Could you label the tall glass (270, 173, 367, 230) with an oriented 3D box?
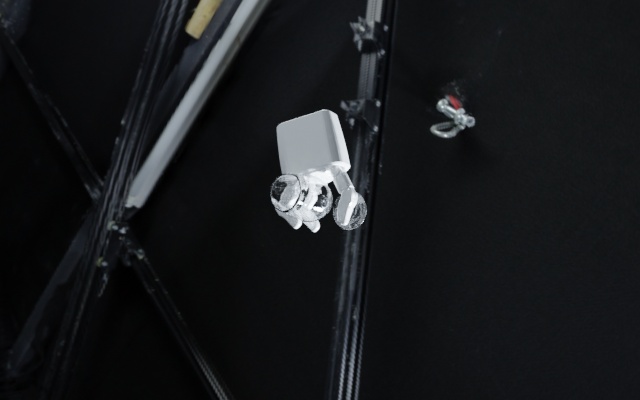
[{"bbox_3d":[0.001,0.003,0.823,0.079,0.079,0.201,0,-9,34],"label":"tall glass"}]
